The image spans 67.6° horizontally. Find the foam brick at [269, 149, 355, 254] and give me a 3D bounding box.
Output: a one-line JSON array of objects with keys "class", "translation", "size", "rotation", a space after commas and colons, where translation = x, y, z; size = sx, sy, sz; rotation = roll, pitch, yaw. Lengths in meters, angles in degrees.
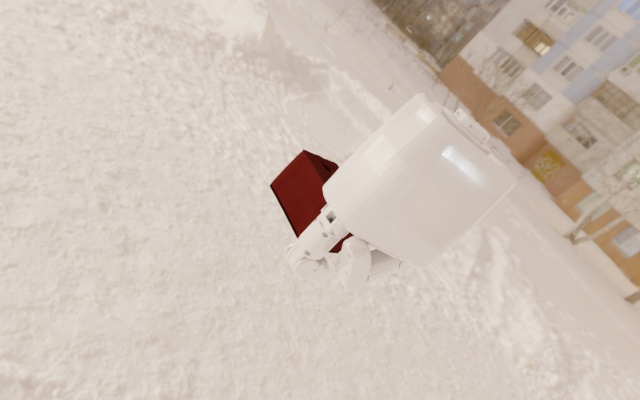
[{"class": "foam brick", "translation": [0.000, 0.001, 0.436], "size": [0.053, 0.078, 0.051], "rotation": [17, -56, -48]}]
